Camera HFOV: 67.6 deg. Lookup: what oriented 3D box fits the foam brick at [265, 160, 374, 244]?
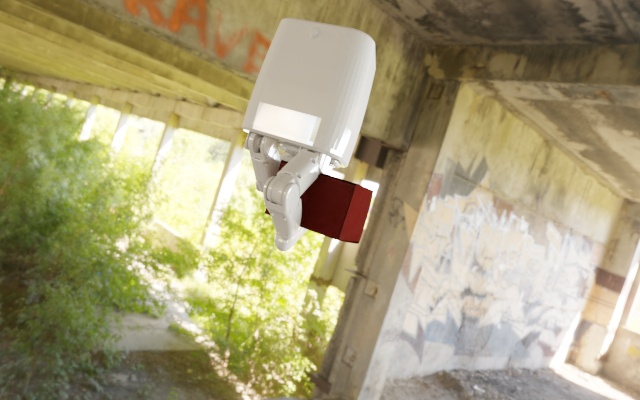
[{"bbox_3d":[0.000,0.002,0.429,0.078,0.051,0.053,19,1,24],"label":"foam brick"}]
